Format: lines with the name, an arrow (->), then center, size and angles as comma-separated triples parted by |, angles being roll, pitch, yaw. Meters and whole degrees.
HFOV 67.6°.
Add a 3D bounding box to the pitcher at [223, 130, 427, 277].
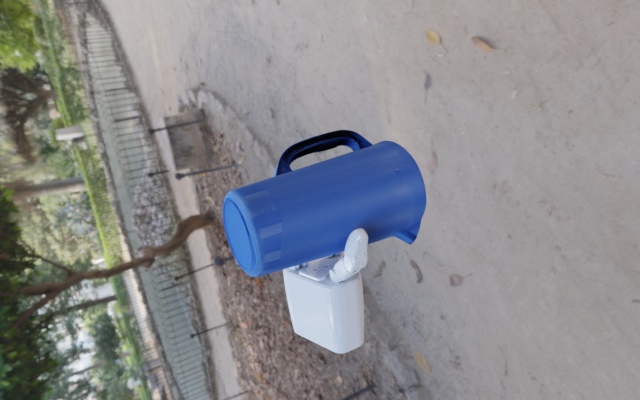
pitcher -> 0.000, 0.002, 0.620 | 0.243, 0.145, 0.149 | -16, 23, -27
